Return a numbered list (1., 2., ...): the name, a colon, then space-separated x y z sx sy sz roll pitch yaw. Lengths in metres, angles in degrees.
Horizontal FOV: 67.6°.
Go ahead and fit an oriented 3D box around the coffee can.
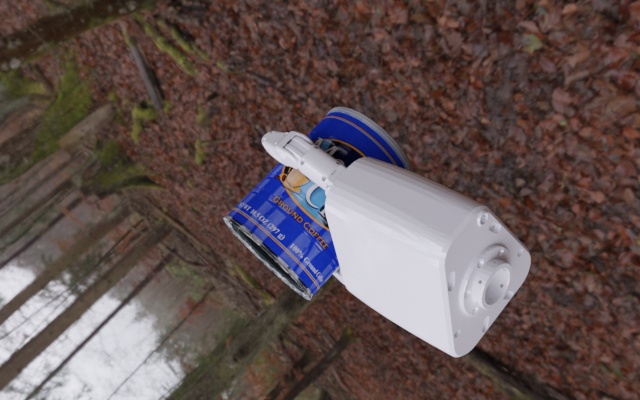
1. coffee can: 0.000 0.001 0.425 0.103 0.140 0.103 40 -14 13
